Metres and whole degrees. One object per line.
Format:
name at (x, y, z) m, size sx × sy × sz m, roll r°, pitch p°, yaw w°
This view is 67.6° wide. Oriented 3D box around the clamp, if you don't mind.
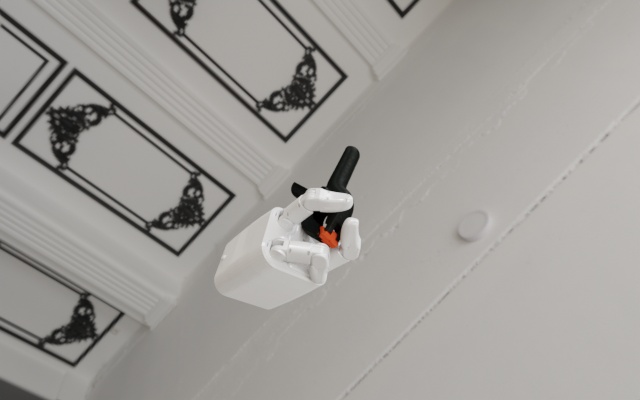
clamp at (0.001, 0.003, 0.659) m, size 0.120 × 0.171 × 0.039 m, roll -33°, pitch -61°, yaw 31°
